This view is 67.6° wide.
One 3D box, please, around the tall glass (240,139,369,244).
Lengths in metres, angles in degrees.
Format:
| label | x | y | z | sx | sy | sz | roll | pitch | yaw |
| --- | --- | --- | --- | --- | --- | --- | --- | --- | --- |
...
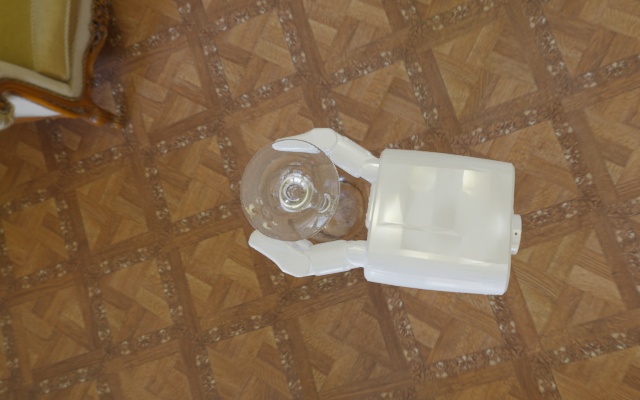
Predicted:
| label | x | y | z | sx | sy | sz | roll | pitch | yaw |
| --- | --- | --- | --- | --- | --- | --- | --- | --- | --- |
| tall glass | 0.000 | 0.001 | 0.436 | 0.079 | 0.079 | 0.201 | 0 | -5 | 13 |
